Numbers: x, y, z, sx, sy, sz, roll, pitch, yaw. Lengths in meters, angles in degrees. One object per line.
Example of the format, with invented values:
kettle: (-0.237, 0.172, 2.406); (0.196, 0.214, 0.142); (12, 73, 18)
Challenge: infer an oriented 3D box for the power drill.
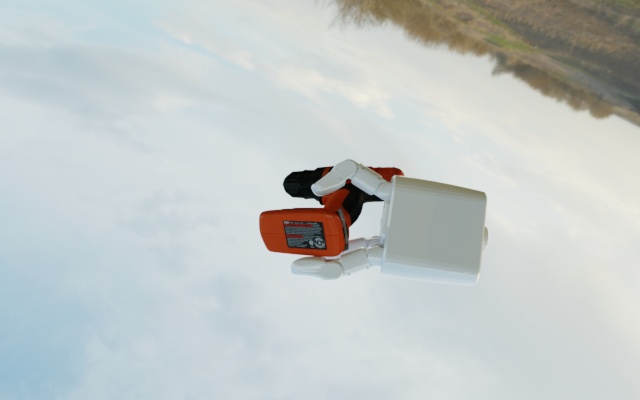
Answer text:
power drill: (0.000, 0.002, 0.615); (0.184, 0.057, 0.187); (-1, 23, 28)
